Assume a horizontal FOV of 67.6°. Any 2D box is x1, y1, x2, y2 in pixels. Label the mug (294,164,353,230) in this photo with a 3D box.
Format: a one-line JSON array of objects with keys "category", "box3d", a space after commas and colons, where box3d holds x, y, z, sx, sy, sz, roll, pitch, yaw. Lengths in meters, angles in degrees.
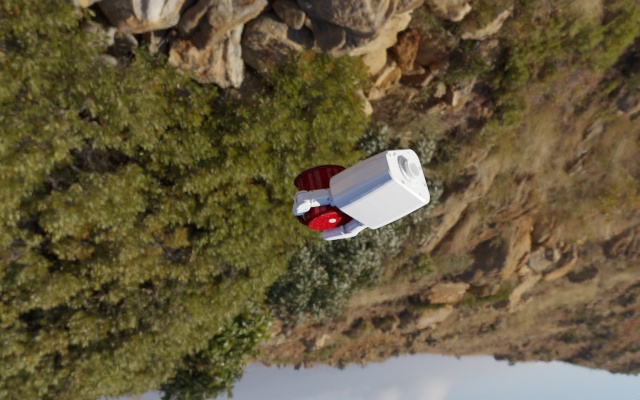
[{"category": "mug", "box3d": [-0.001, 0.003, 0.793, 0.117, 0.081, 0.093, -28, -27, 35]}]
